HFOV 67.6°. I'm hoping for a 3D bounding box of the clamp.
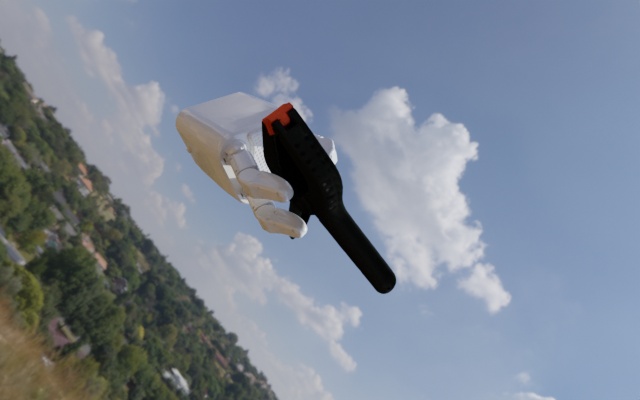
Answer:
[{"bbox_3d":[0.000,0.001,0.475,0.164,0.210,0.036,29,61,37],"label":"clamp"}]
